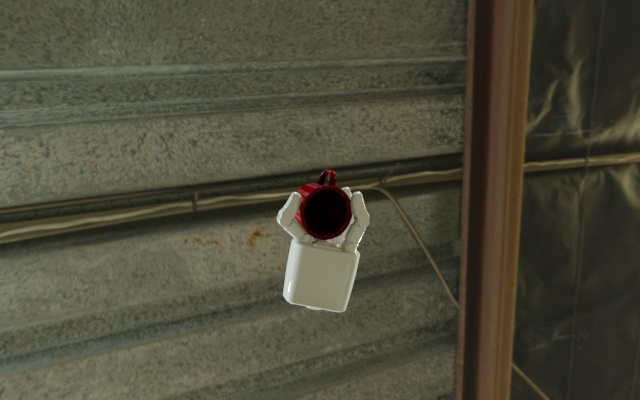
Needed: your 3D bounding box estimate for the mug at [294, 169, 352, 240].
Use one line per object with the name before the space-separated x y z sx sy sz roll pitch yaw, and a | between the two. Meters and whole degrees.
mug | 0.000 0.001 0.830 0.093 0.117 0.081 10 6 -22
